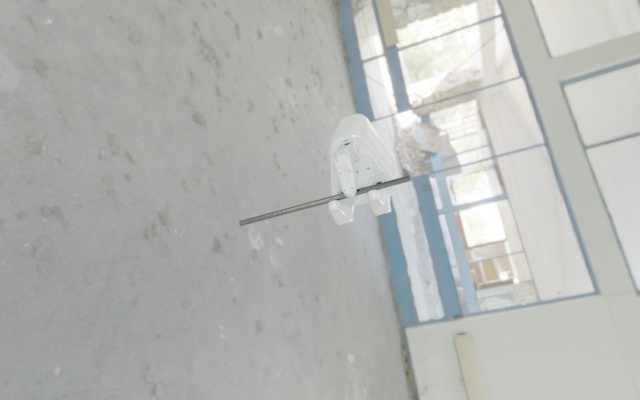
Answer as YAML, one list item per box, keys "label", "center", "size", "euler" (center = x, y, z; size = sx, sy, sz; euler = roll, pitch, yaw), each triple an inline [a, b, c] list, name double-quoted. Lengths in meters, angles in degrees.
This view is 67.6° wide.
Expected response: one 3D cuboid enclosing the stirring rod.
- label: "stirring rod"
  center: [0.000, 0.002, 0.633]
  size: [0.239, 0.011, 0.011]
  euler: [-15, -4, 16]
